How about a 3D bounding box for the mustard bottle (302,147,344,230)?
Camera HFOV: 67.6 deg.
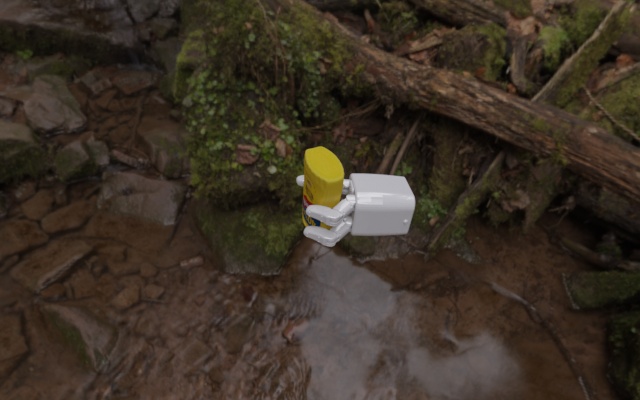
[{"bbox_3d":[0.000,0.003,0.873,0.058,0.192,0.096,-17,48,-21],"label":"mustard bottle"}]
